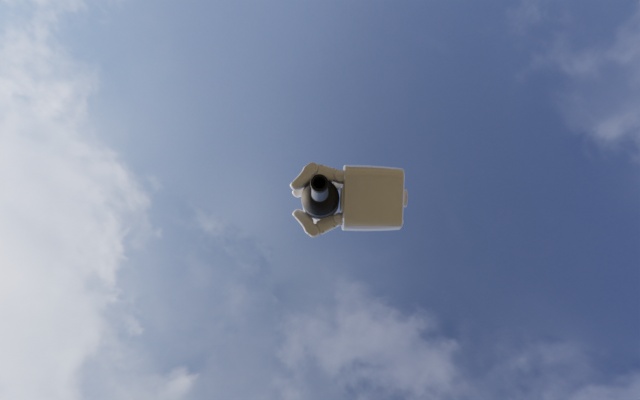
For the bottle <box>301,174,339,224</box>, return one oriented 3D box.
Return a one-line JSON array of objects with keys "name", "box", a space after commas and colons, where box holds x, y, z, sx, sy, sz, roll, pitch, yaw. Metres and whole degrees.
[{"name": "bottle", "box": [0.000, 0.003, 0.861, 0.069, 0.069, 0.296, 0, -12, 1]}]
